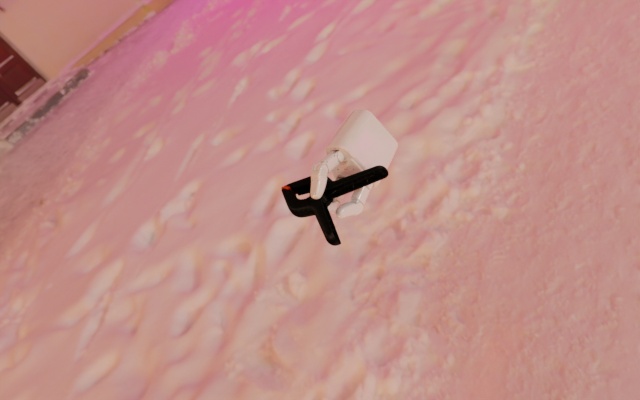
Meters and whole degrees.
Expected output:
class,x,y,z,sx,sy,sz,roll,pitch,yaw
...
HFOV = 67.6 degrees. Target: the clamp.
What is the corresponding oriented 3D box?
class,x,y,z,sx,sy,sz,roll,pitch,yaw
clamp,-0.001,0.002,0.833,0.210,0.164,0.036,3,-40,43
